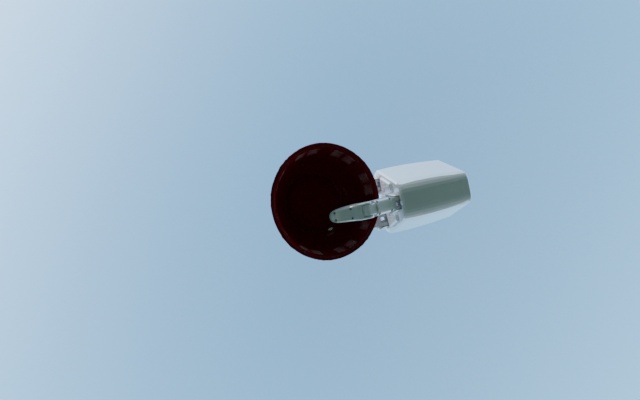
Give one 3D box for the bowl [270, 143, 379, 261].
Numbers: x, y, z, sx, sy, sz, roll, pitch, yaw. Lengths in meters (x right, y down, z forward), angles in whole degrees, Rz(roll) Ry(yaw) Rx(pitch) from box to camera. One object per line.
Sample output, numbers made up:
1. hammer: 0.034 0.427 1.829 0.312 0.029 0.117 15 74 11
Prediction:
1. bowl: -0.001 0.002 0.675 0.162 0.162 0.055 0 -2 -22
